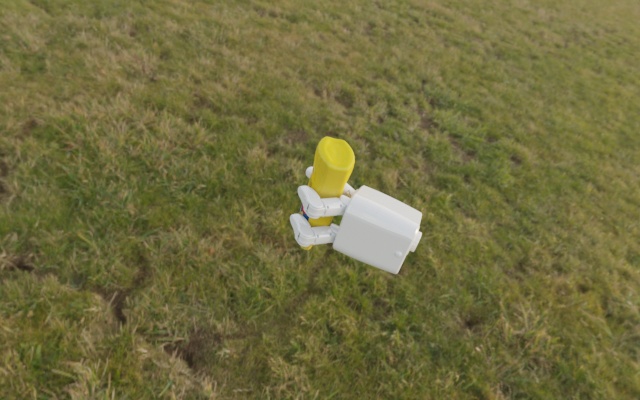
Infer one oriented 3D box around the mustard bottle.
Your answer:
[{"bbox_3d":[0.000,0.002,0.756,0.058,0.192,0.096,10,34,-11],"label":"mustard bottle"}]
